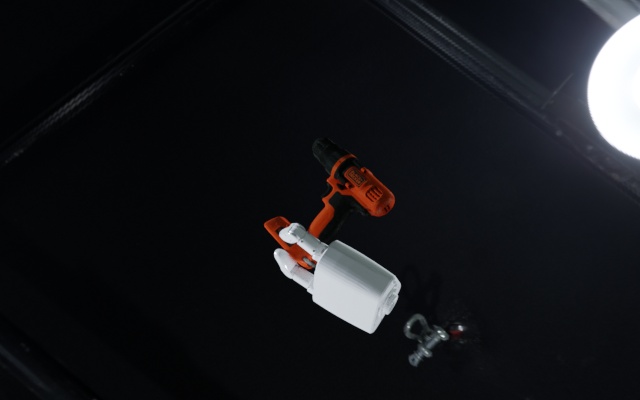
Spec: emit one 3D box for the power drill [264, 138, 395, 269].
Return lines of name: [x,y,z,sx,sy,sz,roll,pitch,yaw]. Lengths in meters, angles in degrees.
power drill: [0.000,0.003,0.781,0.184,0.187,0.057,45,1,32]
